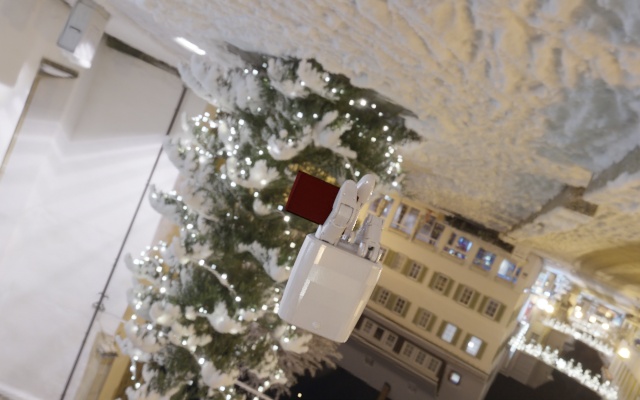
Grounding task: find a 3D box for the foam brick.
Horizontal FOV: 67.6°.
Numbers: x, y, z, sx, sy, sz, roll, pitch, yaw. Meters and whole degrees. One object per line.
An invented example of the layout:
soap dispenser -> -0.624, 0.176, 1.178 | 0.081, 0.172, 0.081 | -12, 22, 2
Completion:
foam brick -> 0.000, 0.002, 0.590 | 0.078, 0.051, 0.053 | 23, 4, -7
